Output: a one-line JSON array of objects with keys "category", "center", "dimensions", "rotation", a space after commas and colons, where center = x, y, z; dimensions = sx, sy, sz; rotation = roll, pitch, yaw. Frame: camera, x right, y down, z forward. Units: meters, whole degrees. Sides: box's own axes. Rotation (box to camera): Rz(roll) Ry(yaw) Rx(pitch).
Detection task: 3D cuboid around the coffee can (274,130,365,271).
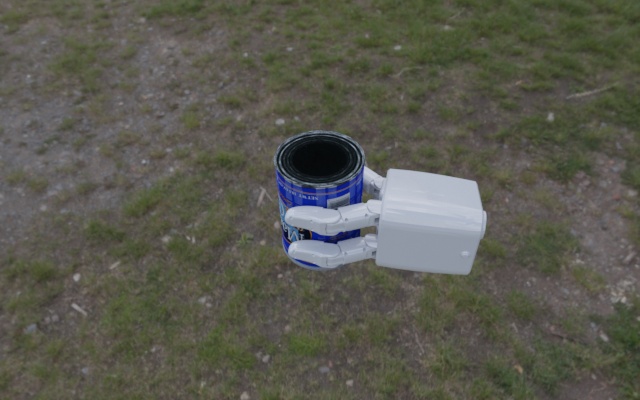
[{"category": "coffee can", "center": [0.000, 0.002, 0.580], "dimensions": [0.103, 0.140, 0.102], "rotation": [-1, 43, 1]}]
